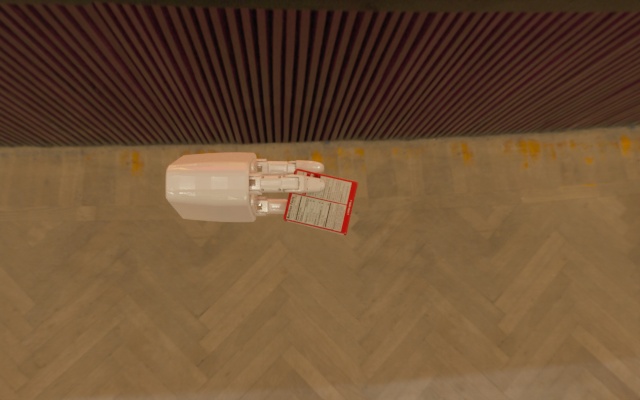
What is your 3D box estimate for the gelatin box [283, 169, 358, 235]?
[{"bbox_3d":[0.000,0.002,0.653,0.089,0.073,0.030,13,-7,3],"label":"gelatin box"}]
